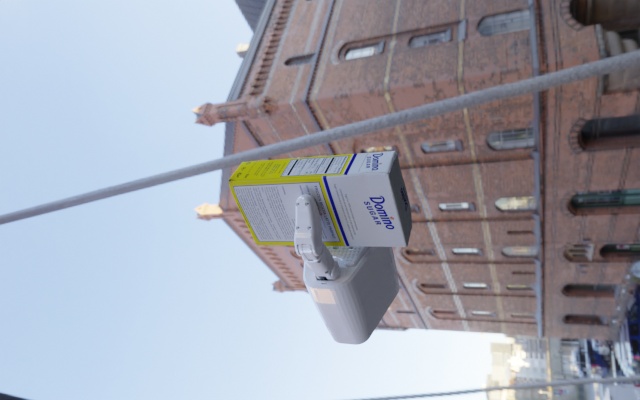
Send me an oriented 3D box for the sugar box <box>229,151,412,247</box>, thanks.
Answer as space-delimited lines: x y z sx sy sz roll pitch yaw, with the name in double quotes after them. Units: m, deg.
0.000 0.001 0.495 0.176 0.093 0.048 -3 38 23 "sugar box"
